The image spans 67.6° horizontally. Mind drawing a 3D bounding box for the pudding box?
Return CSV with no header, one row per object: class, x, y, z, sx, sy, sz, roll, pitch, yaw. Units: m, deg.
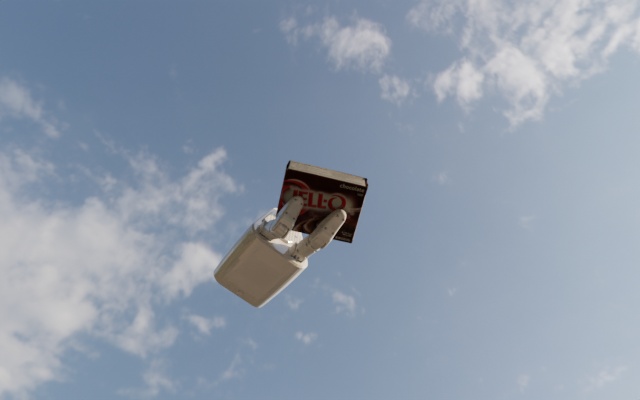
pudding box,0.000,0.002,0.653,0.113,0.090,0.039,11,27,-4
